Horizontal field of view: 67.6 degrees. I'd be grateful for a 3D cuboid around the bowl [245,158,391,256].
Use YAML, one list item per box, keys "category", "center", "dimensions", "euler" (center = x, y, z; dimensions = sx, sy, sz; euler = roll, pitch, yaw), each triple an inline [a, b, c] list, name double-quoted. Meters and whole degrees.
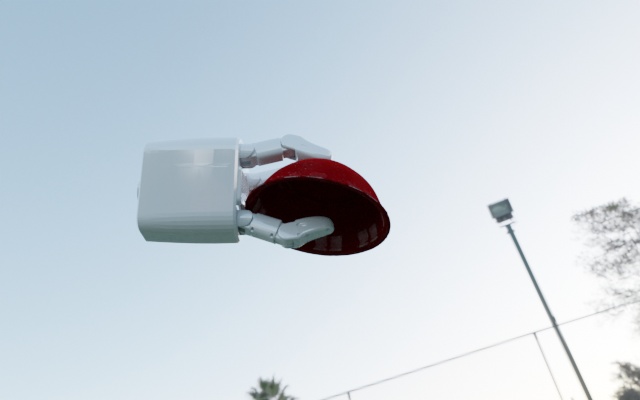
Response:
- category: "bowl"
  center: [0.001, 0.002, 0.538]
  dimensions: [0.162, 0.055, 0.162]
  euler: [7, -33, 5]
